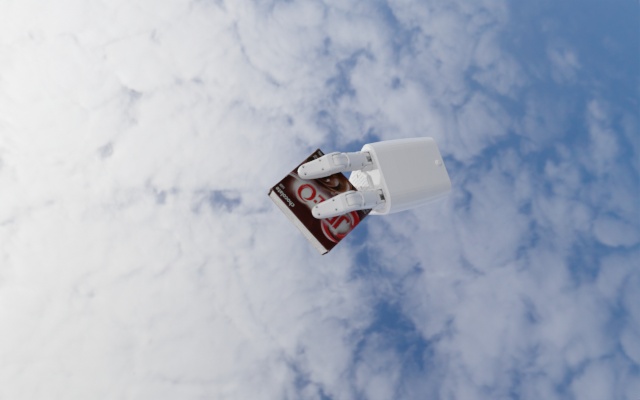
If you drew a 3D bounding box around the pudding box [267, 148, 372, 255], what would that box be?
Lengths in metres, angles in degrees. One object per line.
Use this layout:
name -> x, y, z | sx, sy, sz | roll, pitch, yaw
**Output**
pudding box -> 0.000, 0.002, 0.634 | 0.090, 0.113, 0.039 | -42, -3, -23
